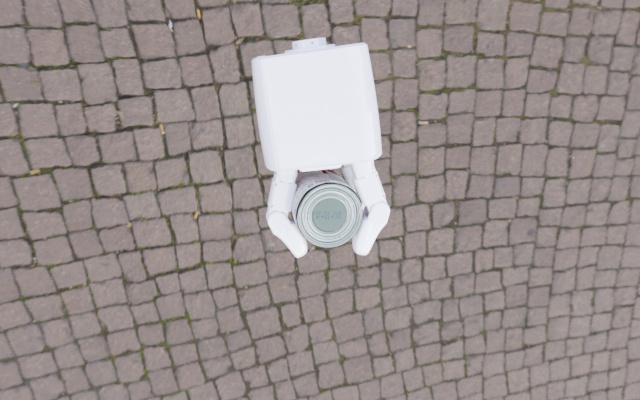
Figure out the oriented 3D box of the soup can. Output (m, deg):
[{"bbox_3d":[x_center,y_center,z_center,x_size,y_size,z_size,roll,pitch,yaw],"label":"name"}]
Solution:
[{"bbox_3d":[0.000,0.002,0.506,0.068,0.068,0.102,0,15,-11],"label":"soup can"}]
